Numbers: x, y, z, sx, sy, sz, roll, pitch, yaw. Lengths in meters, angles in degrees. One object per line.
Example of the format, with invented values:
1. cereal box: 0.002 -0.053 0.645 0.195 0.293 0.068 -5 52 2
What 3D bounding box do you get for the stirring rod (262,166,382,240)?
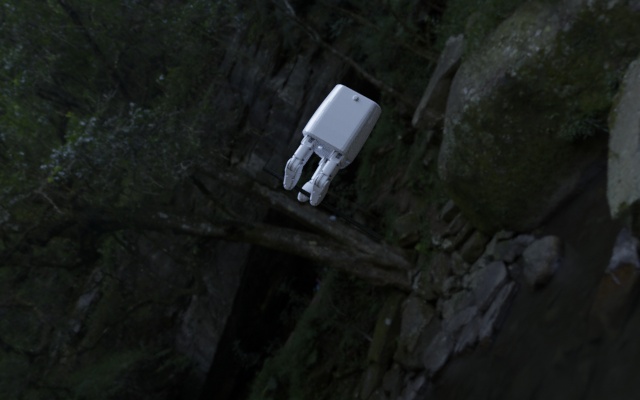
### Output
1. stirring rod: 0.000 0.003 0.817 0.239 0.011 0.011 31 7 12
